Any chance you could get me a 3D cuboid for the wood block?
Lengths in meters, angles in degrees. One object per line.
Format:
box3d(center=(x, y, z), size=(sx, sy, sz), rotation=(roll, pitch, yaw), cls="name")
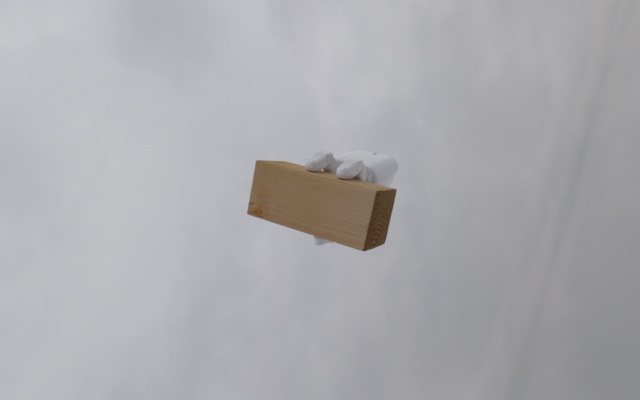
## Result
box3d(center=(0.000, 0.003, 0.743), size=(0.206, 0.091, 0.090), rotation=(15, 10, 27), cls="wood block")
